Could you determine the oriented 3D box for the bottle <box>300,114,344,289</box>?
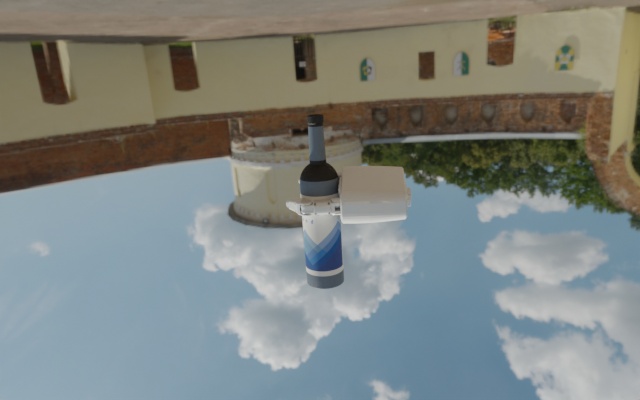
[{"bbox_3d":[0.000,0.003,0.815,0.069,0.296,0.069,-3,16,1],"label":"bottle"}]
